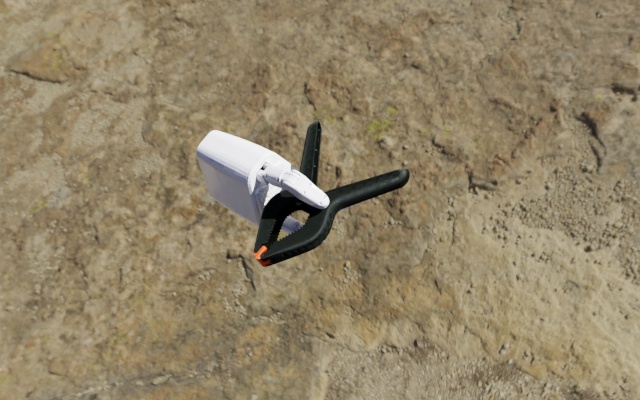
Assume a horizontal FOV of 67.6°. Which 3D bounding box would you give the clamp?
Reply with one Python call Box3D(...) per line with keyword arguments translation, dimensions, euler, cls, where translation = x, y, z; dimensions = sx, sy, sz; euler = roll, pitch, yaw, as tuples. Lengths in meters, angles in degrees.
Box3D(translation=(-0.001, 0.002, 0.601), dimensions=(0.164, 0.210, 0.036), euler=(25, -20, 29), cls="clamp")
